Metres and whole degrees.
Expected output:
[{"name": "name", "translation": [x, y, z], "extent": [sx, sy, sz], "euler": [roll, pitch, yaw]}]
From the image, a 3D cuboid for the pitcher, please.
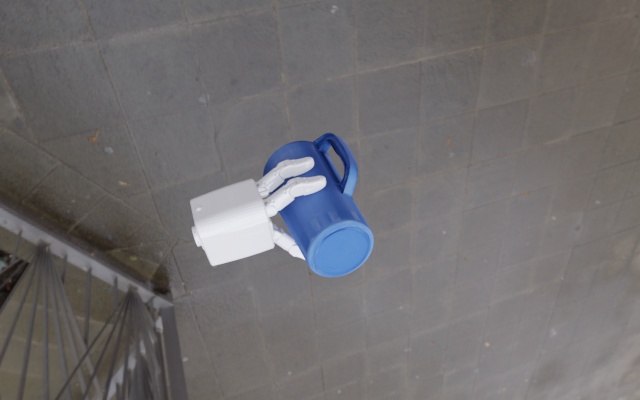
[{"name": "pitcher", "translation": [0.000, 0.003, 0.794], "extent": [0.145, 0.149, 0.242], "euler": [-16, 38, -11]}]
